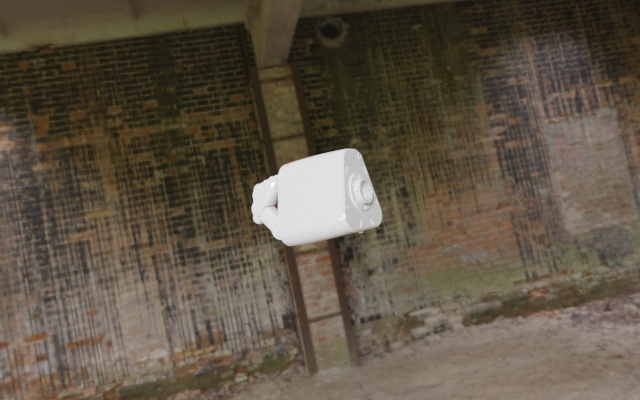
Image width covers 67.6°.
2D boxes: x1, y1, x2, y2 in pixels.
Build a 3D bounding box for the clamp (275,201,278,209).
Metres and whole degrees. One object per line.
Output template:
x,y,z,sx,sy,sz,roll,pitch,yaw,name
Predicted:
0.000,0.002,0.736,0.120,0.039,0.171,-13,-3,36,clamp
